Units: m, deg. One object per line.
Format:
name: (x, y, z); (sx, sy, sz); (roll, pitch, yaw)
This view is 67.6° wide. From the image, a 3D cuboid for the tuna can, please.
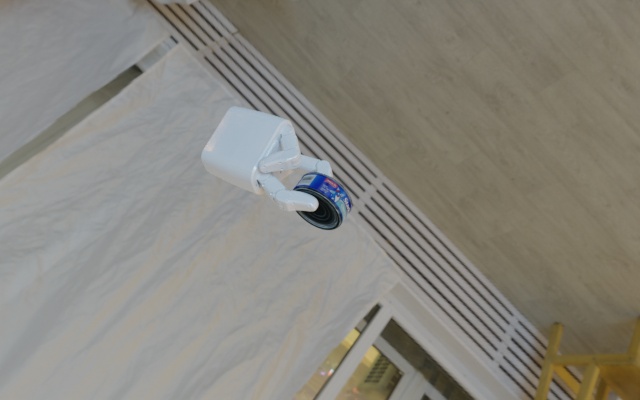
tuna can: (0.000, 0.003, 0.679); (0.086, 0.086, 0.033); (0, 43, 42)
